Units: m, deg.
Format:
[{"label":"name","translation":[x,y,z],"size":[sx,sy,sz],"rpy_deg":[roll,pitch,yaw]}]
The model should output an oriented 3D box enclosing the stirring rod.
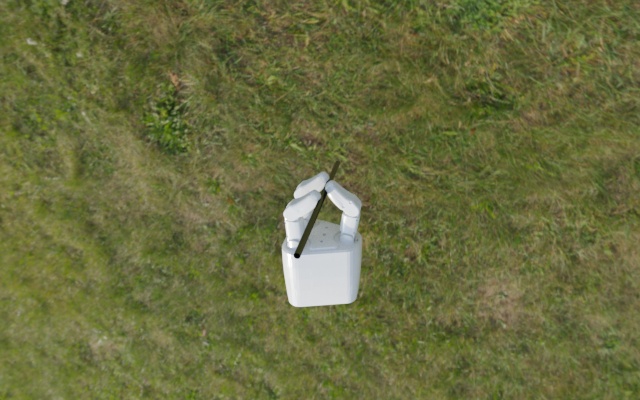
[{"label":"stirring rod","translation":[0.000,0.002,0.633],"size":[0.011,0.011,0.239],"rpy_deg":[0,30,15]}]
